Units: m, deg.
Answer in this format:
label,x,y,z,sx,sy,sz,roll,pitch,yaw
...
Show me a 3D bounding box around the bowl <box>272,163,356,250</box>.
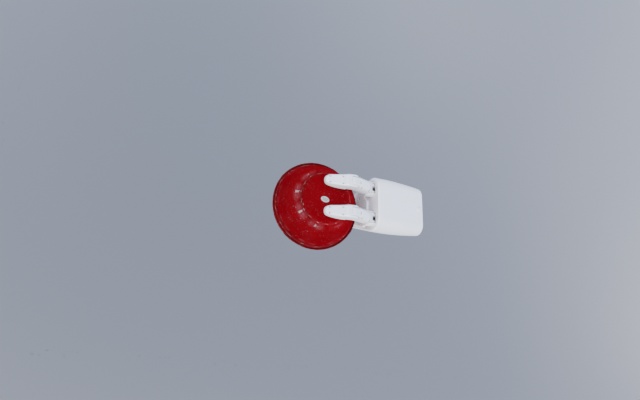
label,x,y,z,sx,sy,sz,roll,pitch,yaw
bowl,-0.001,0.003,0.835,0.162,0.162,0.055,0,-14,-21
